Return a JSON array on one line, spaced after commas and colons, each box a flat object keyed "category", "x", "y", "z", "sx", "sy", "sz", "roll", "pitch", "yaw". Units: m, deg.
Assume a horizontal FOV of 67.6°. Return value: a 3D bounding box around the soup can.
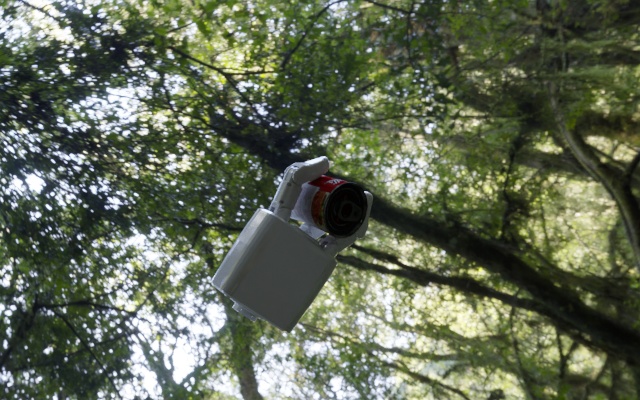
[{"category": "soup can", "x": 0.000, "y": 0.001, "z": 0.601, "sx": 0.068, "sy": 0.068, "sz": 0.102, "roll": 0, "pitch": 12, "yaw": -39}]
